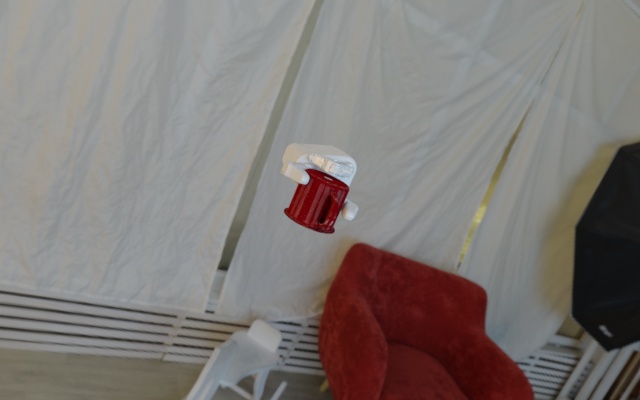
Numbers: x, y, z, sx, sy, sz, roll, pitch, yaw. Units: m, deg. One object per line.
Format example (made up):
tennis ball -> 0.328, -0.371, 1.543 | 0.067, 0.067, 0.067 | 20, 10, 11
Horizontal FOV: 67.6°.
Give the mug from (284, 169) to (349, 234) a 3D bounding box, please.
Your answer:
mug -> 0.001, 0.003, 0.782 | 0.093, 0.081, 0.117 | 18, 13, -23
